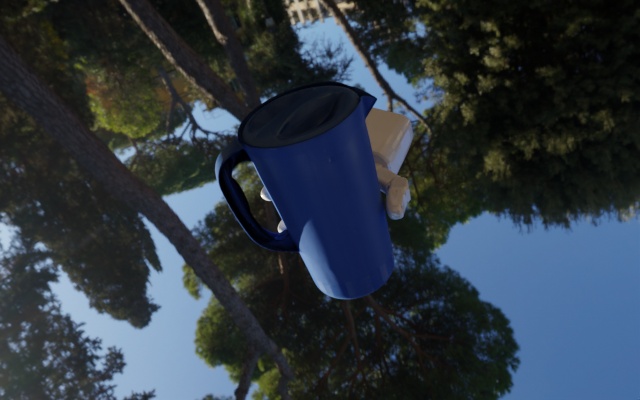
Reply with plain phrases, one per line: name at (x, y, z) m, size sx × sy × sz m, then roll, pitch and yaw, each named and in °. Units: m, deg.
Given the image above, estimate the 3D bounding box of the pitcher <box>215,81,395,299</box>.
pitcher at (0.000, 0.002, 0.550) m, size 0.149 × 0.243 × 0.145 m, roll 2°, pitch 40°, yaw 30°
